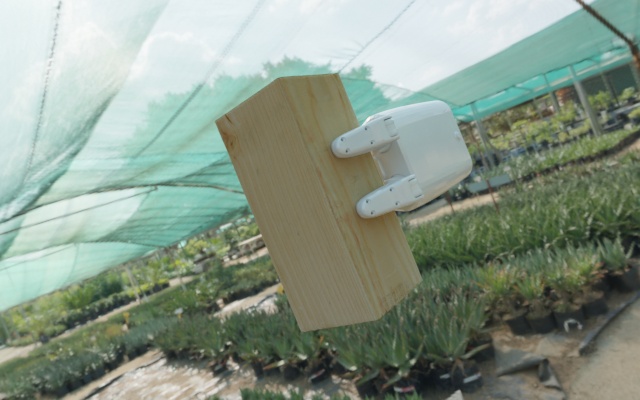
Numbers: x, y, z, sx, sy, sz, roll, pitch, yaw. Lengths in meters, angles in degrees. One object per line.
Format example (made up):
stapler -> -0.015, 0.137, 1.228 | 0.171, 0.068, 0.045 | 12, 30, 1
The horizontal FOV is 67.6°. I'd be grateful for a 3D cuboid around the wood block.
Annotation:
wood block -> 0.000, 0.001, 0.434 | 0.091, 0.206, 0.090 | -22, 1, 40
